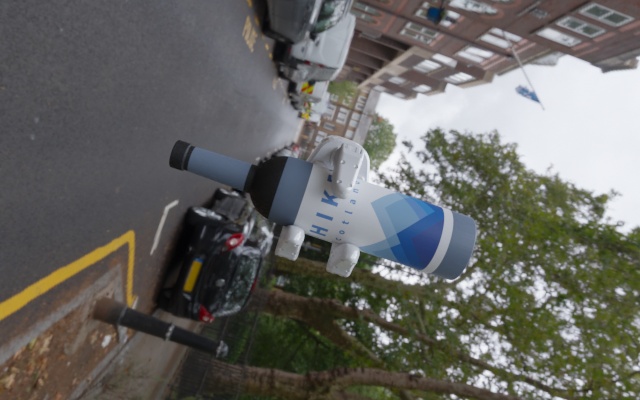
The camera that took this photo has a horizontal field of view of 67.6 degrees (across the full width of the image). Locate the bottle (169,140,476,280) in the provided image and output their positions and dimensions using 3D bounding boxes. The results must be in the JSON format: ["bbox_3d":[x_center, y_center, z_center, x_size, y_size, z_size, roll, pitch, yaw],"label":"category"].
[{"bbox_3d":[0.000,0.002,0.465,0.296,0.069,0.069,18,-2,-4],"label":"bottle"}]
